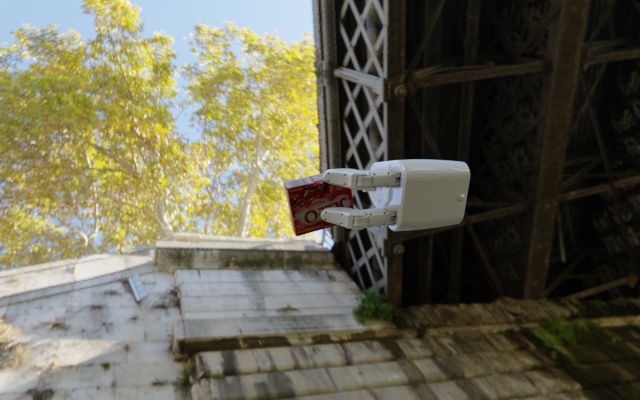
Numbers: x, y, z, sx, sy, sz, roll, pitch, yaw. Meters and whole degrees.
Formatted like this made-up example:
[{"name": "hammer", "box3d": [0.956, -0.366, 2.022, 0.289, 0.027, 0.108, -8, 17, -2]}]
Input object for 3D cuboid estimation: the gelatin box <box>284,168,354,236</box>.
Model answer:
[{"name": "gelatin box", "box3d": [0.000, 0.002, 0.656, 0.089, 0.073, 0.030, -14, 25, -10]}]
